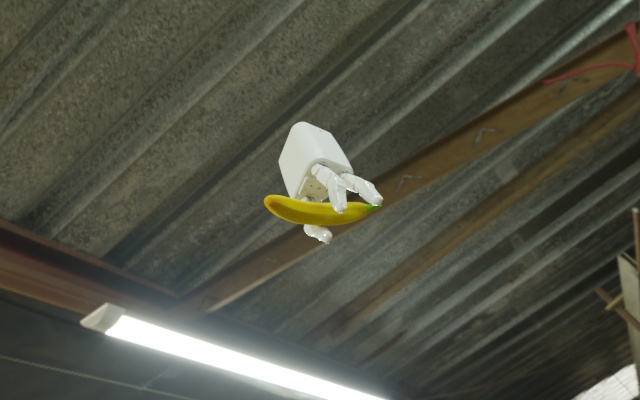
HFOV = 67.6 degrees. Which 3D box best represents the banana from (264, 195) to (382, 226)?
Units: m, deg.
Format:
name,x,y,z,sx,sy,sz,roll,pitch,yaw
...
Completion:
name,x,y,z,sx,sy,sz,roll,pitch,yaw
banana,-0.003,0.014,0.767,0.198,0.037,0.070,0,-37,-25
